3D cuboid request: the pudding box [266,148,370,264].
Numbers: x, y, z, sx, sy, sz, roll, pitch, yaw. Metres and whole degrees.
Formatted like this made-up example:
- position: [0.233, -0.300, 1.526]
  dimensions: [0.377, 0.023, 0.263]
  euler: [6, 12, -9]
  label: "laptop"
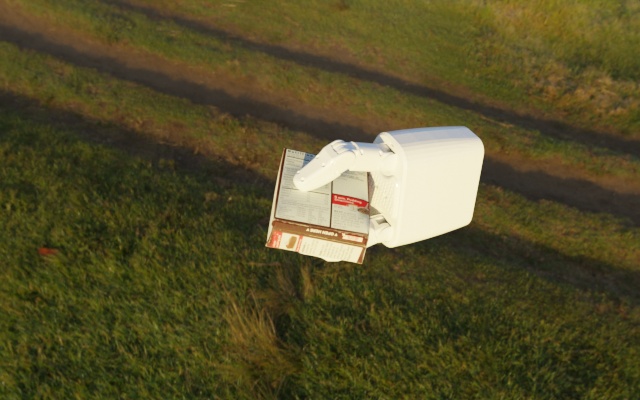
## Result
- position: [0.000, 0.001, 0.458]
  dimensions: [0.090, 0.039, 0.113]
  euler: [10, 38, -5]
  label: "pudding box"
